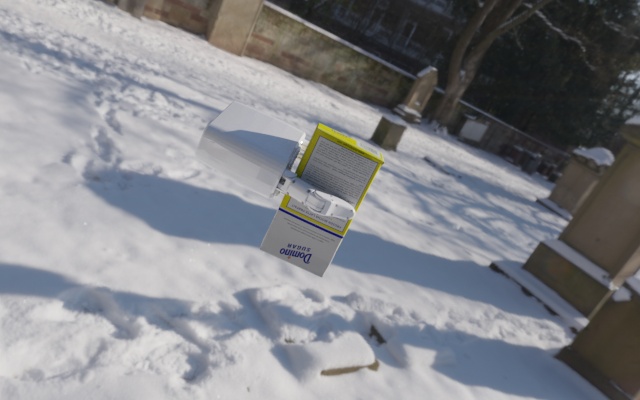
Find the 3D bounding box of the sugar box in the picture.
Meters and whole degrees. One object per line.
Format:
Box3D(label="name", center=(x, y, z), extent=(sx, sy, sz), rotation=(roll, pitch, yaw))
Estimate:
Box3D(label="sugar box", center=(0.000, 0.002, 0.610), extent=(0.093, 0.176, 0.048), rotation=(26, 19, -5))
